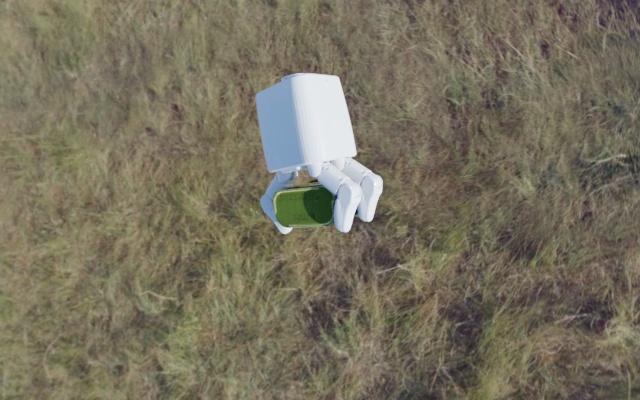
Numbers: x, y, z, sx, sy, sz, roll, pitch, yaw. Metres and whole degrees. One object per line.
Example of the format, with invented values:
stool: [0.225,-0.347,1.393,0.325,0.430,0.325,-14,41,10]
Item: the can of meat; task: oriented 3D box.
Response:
can of meat: [0.000,0.002,0.631,0.102,0.057,0.084,-5,7,34]
